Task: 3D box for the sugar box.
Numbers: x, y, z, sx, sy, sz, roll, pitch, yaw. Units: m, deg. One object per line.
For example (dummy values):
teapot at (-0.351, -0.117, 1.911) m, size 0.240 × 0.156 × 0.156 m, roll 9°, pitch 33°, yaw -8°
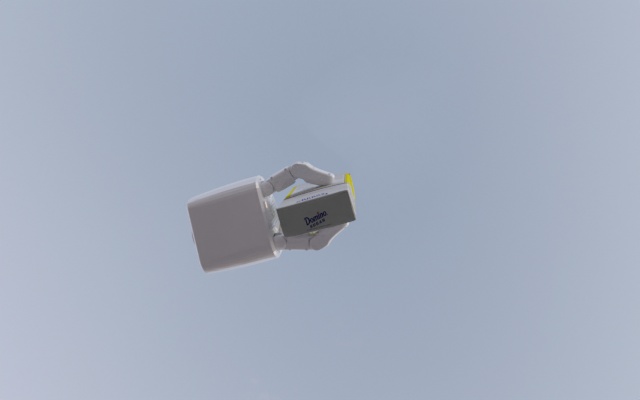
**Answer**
sugar box at (0.000, 0.003, 0.654) m, size 0.093 × 0.048 × 0.176 m, roll -15°, pitch 11°, yaw 7°
